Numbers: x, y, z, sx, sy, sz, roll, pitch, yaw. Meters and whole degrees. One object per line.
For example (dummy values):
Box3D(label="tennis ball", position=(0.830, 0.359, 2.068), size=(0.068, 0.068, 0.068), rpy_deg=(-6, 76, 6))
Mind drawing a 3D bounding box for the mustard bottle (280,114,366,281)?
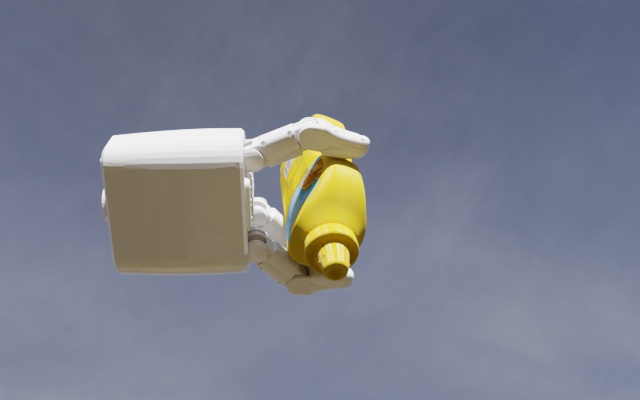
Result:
Box3D(label="mustard bottle", position=(0.000, 0.001, 0.418), size=(0.058, 0.096, 0.191), rpy_deg=(20, 26, -17))
